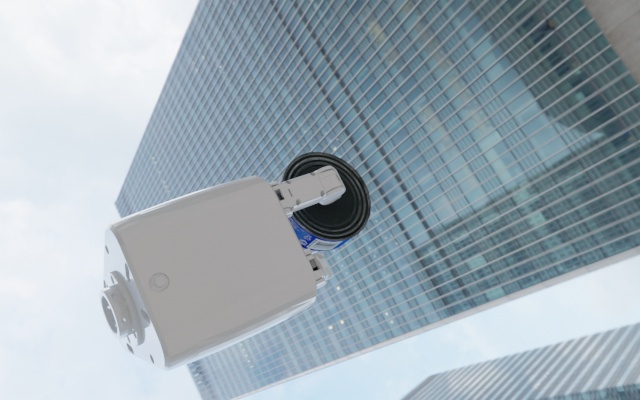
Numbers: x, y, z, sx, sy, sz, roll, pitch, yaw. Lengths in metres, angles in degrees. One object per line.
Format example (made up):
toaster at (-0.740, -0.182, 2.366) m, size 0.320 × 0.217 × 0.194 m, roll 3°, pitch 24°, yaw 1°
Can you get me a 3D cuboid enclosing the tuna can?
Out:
tuna can at (0.000, 0.002, 0.429) m, size 0.086 × 0.086 × 0.034 m, roll 0°, pitch -25°, yaw -28°
